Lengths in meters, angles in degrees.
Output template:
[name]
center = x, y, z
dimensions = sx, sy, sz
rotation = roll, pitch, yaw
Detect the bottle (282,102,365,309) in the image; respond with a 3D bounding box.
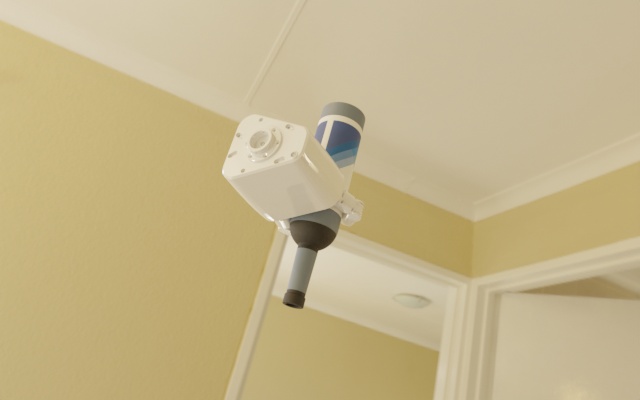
[bottle]
center = 0.000, 0.002, 0.657
dimensions = 0.069, 0.295, 0.069
rotation = 13, -24, 6
